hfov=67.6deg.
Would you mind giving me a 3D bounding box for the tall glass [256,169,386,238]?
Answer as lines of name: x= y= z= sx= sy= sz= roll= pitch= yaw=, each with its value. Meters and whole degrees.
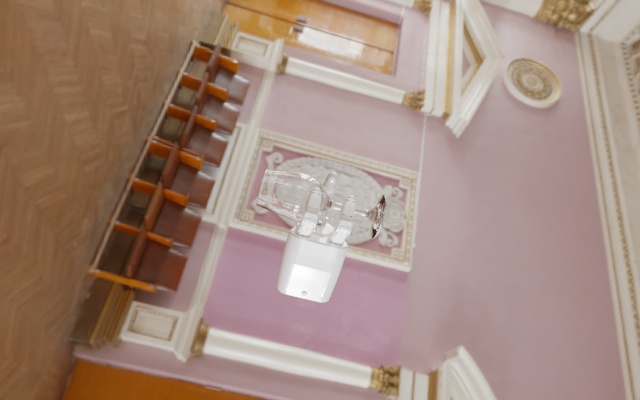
tall glass: x=0.001 y=0.003 z=0.778 sx=0.201 sy=0.079 sz=0.079 roll=15 pitch=-2 yaw=-6
